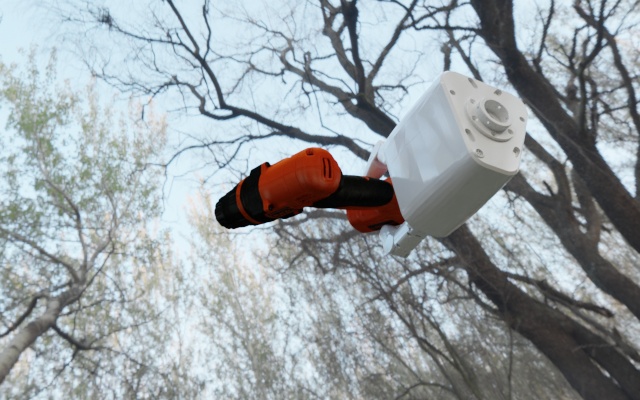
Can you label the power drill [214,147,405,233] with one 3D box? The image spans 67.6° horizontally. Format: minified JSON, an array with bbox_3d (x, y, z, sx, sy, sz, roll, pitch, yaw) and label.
[{"bbox_3d":[0.001,0.002,0.515,0.187,0.057,0.184,5,-15,-39],"label":"power drill"}]
